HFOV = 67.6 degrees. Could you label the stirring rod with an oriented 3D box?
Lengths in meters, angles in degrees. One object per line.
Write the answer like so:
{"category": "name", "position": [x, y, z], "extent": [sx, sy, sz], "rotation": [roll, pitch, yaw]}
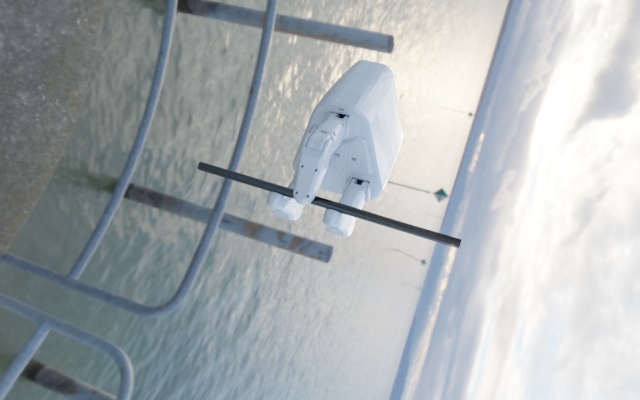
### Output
{"category": "stirring rod", "position": [0.000, 0.001, 0.411], "extent": [0.239, 0.011, 0.011], "rotation": [17, 4, 15]}
